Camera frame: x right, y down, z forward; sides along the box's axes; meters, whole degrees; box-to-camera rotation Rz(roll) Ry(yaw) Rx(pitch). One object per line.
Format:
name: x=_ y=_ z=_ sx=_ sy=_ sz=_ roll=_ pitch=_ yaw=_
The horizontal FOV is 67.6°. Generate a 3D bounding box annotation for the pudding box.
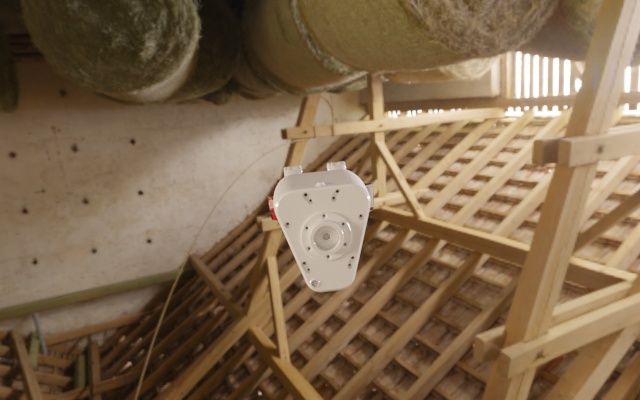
pudding box: x=0.000 y=0.002 z=0.626 sx=0.113 sy=0.039 sz=0.090 roll=-10 pitch=8 yaw=-30
